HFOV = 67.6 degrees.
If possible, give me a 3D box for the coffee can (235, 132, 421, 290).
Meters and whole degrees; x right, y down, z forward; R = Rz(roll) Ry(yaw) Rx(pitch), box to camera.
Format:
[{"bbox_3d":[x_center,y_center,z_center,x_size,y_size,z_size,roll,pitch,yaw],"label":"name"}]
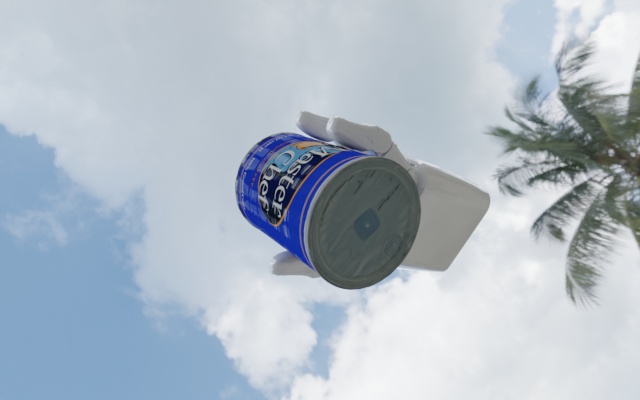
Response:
[{"bbox_3d":[0.000,0.001,0.409,0.103,0.103,0.140,0,15,-32],"label":"coffee can"}]
